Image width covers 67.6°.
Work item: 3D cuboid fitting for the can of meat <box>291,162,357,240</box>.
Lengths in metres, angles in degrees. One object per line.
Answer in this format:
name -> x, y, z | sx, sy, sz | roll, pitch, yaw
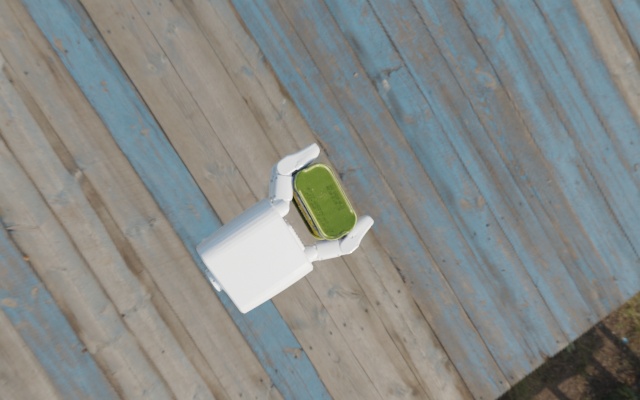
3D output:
can of meat -> 0.000, 0.002, 0.622 | 0.057, 0.102, 0.084 | -30, 3, -8
